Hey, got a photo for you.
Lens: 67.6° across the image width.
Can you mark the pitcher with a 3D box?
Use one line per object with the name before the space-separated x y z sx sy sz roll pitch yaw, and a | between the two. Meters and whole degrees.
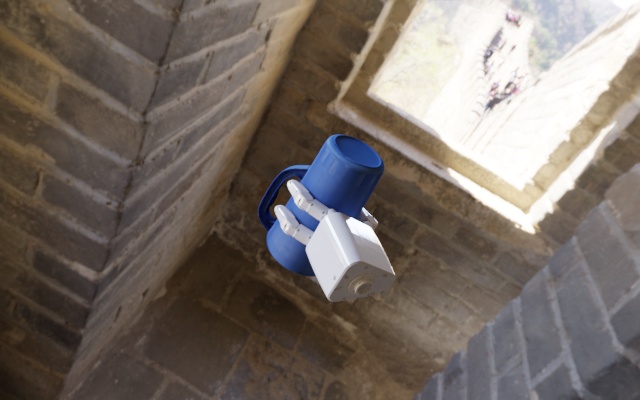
pitcher | 0.000 0.003 0.843 0.149 0.243 0.145 10 36 -31
